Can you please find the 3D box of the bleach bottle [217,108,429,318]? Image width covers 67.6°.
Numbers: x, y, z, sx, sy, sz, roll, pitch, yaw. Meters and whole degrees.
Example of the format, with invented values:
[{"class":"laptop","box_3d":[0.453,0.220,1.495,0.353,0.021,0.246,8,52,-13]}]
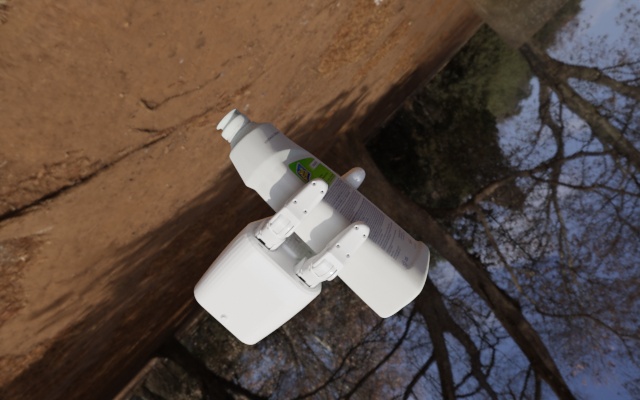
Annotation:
[{"class":"bleach bottle","box_3d":[0.000,0.002,0.490,0.068,0.251,0.102,-44,5,26]}]
